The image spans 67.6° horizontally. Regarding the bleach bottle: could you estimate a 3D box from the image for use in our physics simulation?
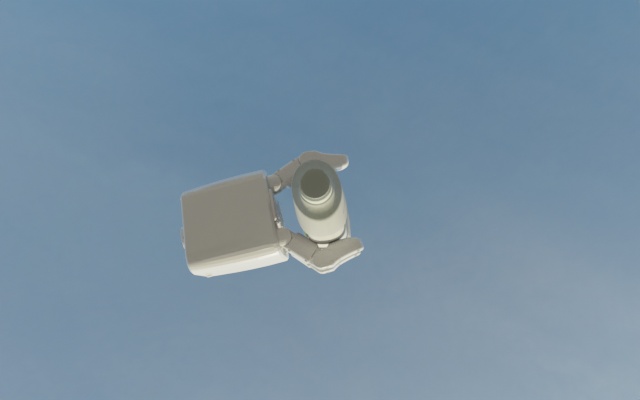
[{"bbox_3d":[0.000,0.002,0.563,0.068,0.102,0.251,-12,-12,1],"label":"bleach bottle"}]
